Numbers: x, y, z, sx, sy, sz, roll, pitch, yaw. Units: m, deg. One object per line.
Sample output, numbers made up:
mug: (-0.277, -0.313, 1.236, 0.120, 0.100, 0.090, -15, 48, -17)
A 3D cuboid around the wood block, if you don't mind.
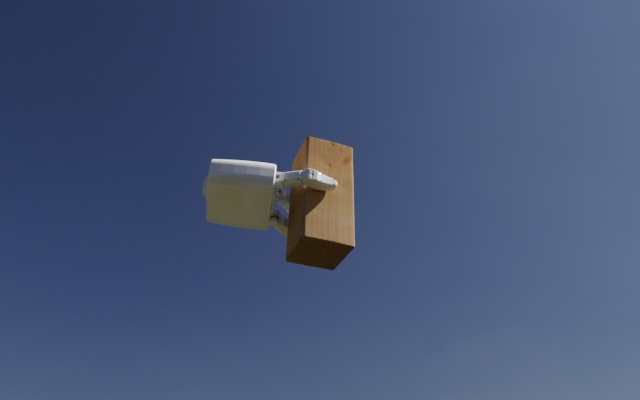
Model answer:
wood block: (0.000, 0.002, 0.821, 0.090, 0.206, 0.091, 13, -36, -16)
